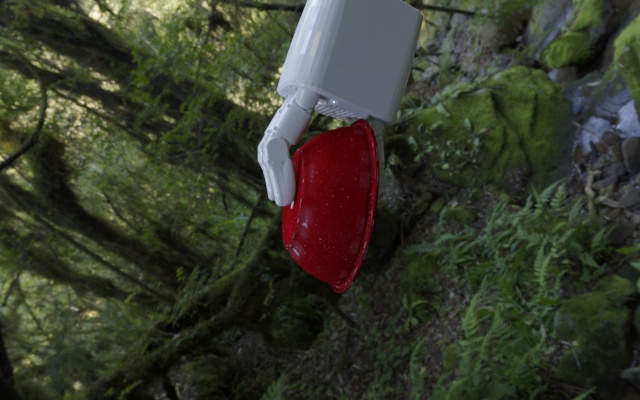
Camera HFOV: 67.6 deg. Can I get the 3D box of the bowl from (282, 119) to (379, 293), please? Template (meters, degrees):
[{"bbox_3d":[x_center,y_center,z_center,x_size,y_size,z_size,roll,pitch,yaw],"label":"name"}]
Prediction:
[{"bbox_3d":[0.000,0.003,0.438,0.055,0.162,0.162,7,-2,-13],"label":"bowl"}]
